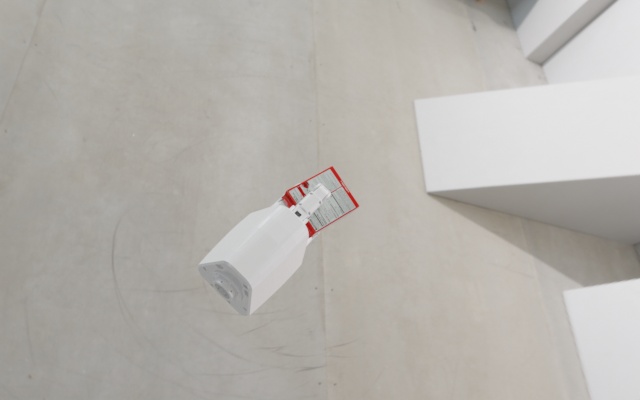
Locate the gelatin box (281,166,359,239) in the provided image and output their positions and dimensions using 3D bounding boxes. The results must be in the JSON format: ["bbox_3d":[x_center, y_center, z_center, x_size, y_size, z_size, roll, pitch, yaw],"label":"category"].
[{"bbox_3d":[0.001,0.002,0.688,0.089,0.073,0.030,-30,-8,-27],"label":"gelatin box"}]
